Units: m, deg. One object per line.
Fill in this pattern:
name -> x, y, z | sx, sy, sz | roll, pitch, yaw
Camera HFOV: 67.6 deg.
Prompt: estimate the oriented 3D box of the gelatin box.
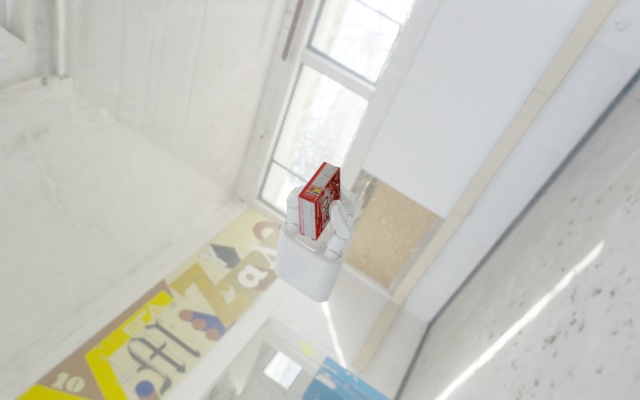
gelatin box -> 0.000, 0.002, 0.669 | 0.030, 0.073, 0.089 | 22, -36, 19
